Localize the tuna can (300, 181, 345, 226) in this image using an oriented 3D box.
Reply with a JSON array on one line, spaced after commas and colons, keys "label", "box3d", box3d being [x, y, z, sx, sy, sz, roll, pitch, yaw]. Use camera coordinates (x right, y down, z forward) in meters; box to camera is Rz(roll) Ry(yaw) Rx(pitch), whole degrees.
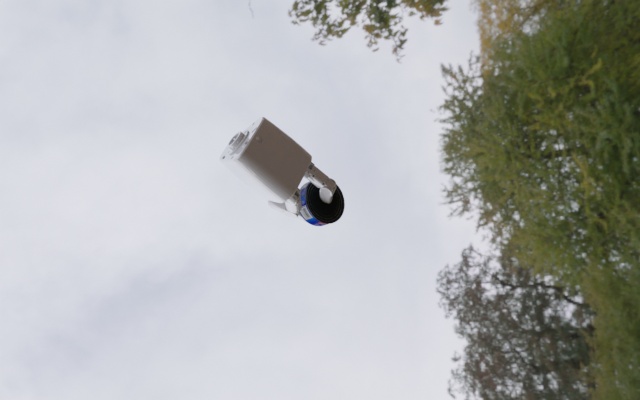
[{"label": "tuna can", "box3d": [0.000, 0.003, 0.858, 0.086, 0.086, 0.034, 0, -13, -37]}]
